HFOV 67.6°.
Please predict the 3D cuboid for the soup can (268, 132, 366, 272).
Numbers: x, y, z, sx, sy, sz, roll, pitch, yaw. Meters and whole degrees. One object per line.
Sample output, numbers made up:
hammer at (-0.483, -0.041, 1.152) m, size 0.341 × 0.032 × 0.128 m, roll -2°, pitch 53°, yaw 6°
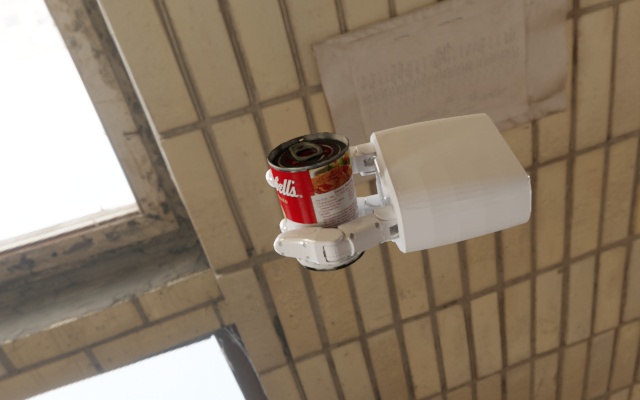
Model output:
soup can at (0.000, 0.002, 0.412) m, size 0.068 × 0.102 × 0.068 m, roll -10°, pitch 29°, yaw 6°
